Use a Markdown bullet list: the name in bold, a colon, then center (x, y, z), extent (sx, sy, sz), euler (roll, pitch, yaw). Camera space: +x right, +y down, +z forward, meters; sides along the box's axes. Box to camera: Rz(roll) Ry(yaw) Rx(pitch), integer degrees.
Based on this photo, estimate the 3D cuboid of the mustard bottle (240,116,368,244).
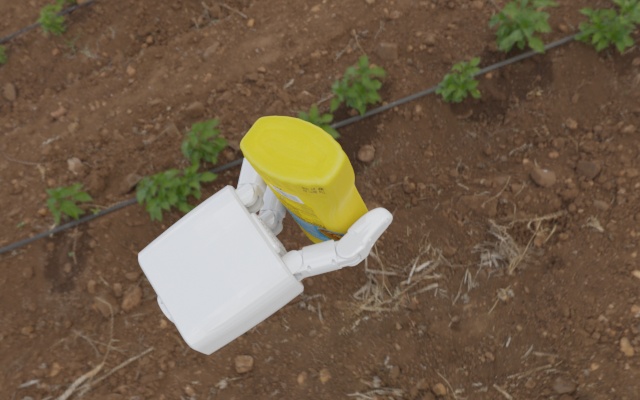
- **mustard bottle**: center (0.000, 0.001, 0.458), extent (0.096, 0.058, 0.192), euler (25, -18, 27)
